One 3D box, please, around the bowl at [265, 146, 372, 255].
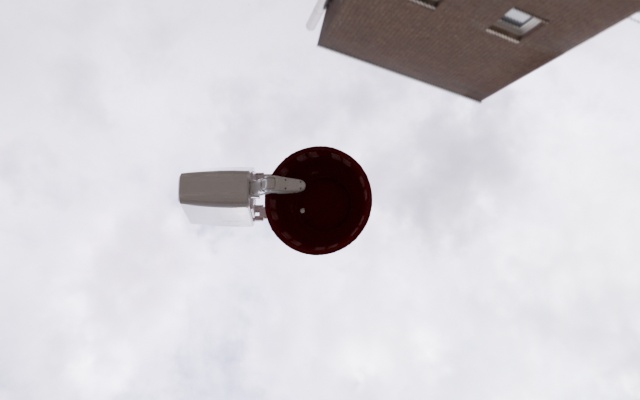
[{"bbox_3d":[0.001,0.003,0.722,0.162,0.162,0.055,0,-8,12],"label":"bowl"}]
